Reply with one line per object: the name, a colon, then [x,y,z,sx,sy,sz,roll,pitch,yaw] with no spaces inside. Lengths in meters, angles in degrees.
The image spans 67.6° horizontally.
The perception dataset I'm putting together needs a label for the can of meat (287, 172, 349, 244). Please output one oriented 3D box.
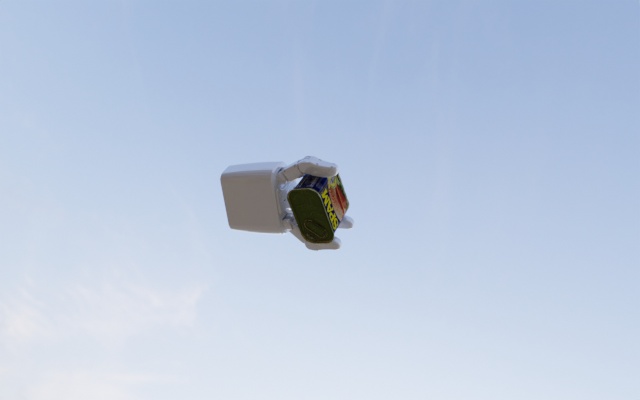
can of meat: [0.000,0.002,0.751,0.057,0.102,0.084,-3,33,28]
